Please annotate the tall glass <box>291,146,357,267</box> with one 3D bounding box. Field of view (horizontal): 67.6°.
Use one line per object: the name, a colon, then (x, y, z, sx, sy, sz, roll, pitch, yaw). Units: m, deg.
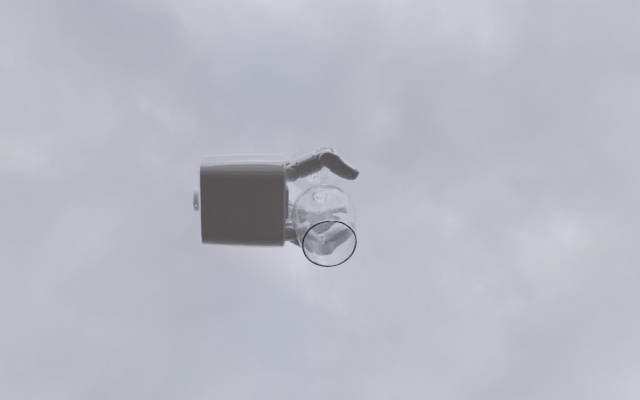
tall glass: (0.000, 0.002, 0.611, 0.079, 0.079, 0.201, 0, 28, -7)
